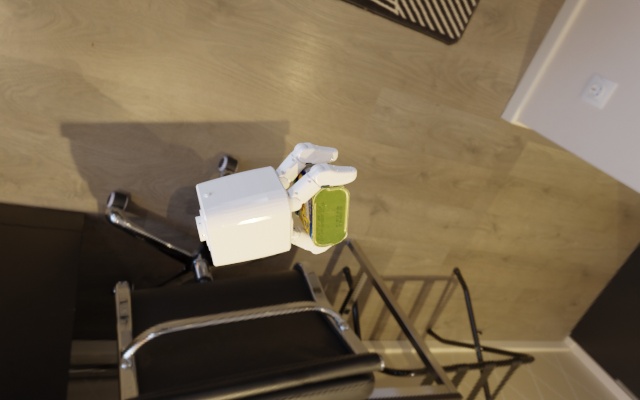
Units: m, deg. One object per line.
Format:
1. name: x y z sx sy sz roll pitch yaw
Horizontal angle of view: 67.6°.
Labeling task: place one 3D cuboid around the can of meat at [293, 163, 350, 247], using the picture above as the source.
1. can of meat: 0.000 0.002 0.667 0.057 0.102 0.084 -10 35 -16
